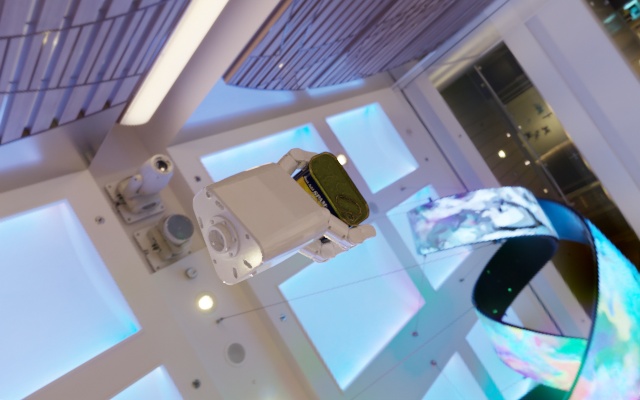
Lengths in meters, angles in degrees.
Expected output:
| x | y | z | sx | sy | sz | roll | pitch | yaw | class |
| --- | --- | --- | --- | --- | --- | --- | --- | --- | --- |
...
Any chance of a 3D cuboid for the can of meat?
| x | y | z | sx | sy | sz | roll | pitch | yaw | class |
| --- | --- | --- | --- | --- | --- | --- | --- | --- | --- |
| 0.000 | 0.002 | 0.623 | 0.084 | 0.102 | 0.057 | -36 | -3 | 41 | can of meat |
